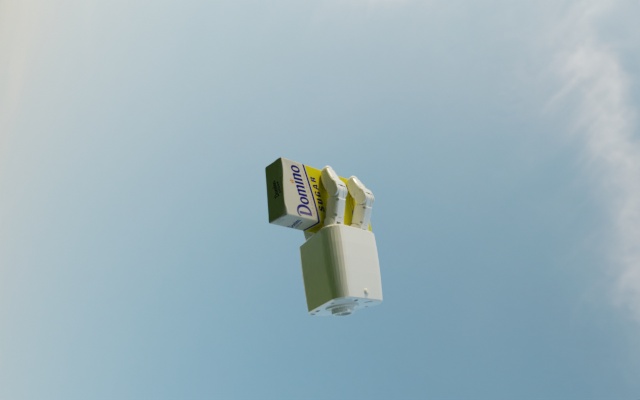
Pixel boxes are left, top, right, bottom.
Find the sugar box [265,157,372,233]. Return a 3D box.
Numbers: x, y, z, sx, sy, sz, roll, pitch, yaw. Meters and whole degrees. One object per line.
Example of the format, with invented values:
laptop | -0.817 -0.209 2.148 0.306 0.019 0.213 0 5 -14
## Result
sugar box | 0.001 0.002 0.728 0.176 0.093 0.048 16 -33 -42
